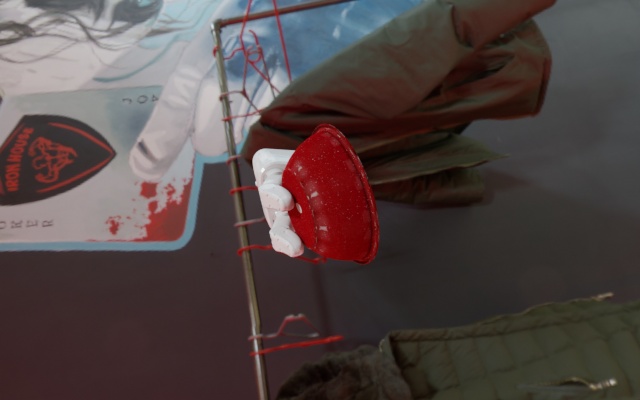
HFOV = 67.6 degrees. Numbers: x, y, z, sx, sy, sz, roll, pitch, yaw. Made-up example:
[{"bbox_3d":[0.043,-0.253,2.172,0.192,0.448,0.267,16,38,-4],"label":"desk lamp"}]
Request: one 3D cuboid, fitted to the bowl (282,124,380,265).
[{"bbox_3d":[0.000,0.002,0.519,0.055,0.162,0.162,-18,6,-19],"label":"bowl"}]
